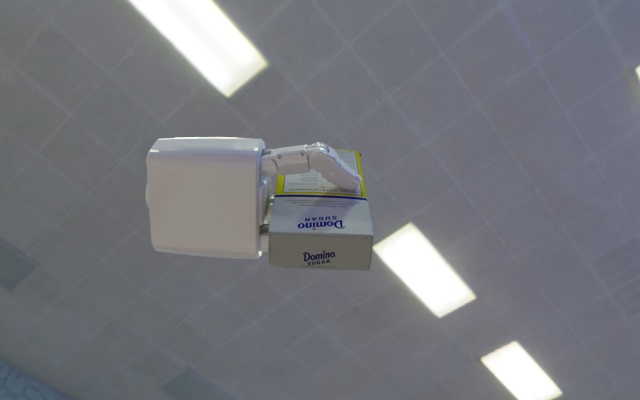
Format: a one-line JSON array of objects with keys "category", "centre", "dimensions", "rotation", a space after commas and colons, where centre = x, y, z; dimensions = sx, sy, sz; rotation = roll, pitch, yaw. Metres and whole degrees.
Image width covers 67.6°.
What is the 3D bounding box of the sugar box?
[{"category": "sugar box", "centre": [0.000, 0.002, 0.489], "dimensions": [0.093, 0.048, 0.176], "rotation": [2, 33, 0]}]
